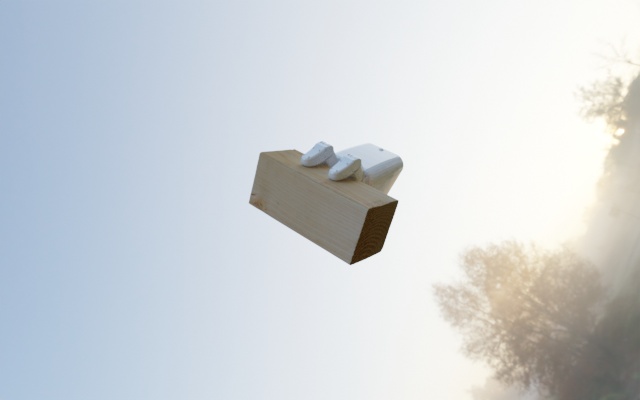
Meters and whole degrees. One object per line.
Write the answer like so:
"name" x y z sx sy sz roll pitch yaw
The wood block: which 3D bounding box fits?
"wood block" 0.000 0.003 0.726 0.206 0.091 0.090 28 25 31
